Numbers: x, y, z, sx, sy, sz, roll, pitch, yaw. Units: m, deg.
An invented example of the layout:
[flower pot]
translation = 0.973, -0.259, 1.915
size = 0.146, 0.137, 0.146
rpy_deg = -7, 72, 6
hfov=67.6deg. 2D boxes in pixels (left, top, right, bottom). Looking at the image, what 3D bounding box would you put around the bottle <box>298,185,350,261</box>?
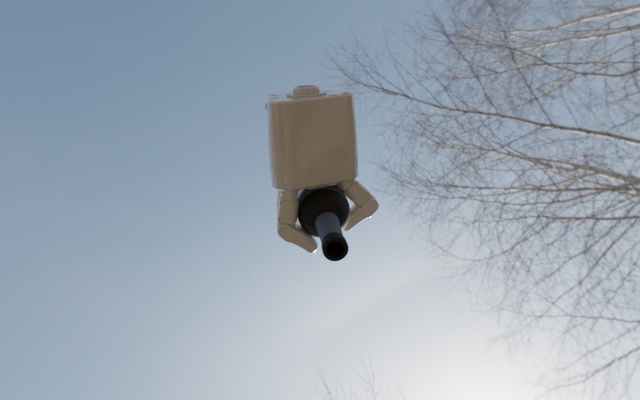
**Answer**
[bottle]
translation = 0.000, 0.002, 0.629
size = 0.069, 0.069, 0.295
rpy_deg = 0, 19, -6
